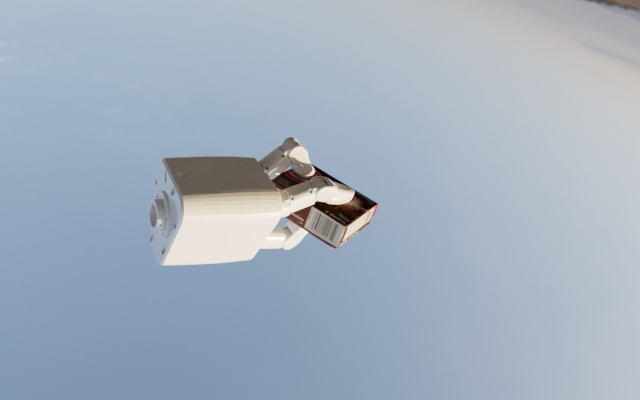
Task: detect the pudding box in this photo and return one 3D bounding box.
[{"bbox_3d":[0.000,0.002,0.575,0.113,0.039,0.090,34,31,17],"label":"pudding box"}]
